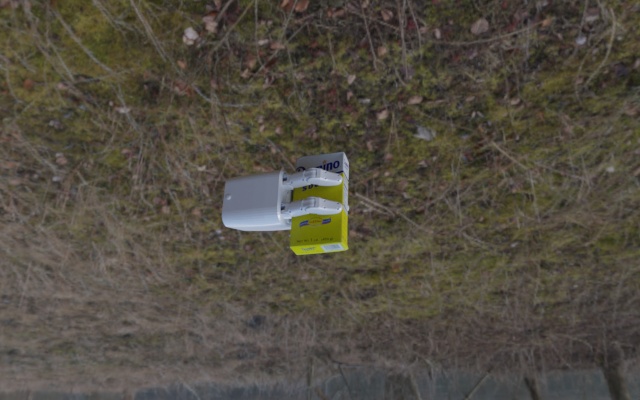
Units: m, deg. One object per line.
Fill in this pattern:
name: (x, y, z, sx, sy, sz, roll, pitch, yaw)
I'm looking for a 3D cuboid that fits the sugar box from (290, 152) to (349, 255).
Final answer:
sugar box: (0.000, 0.003, 0.828, 0.093, 0.176, 0.048, -6, -26, 15)
